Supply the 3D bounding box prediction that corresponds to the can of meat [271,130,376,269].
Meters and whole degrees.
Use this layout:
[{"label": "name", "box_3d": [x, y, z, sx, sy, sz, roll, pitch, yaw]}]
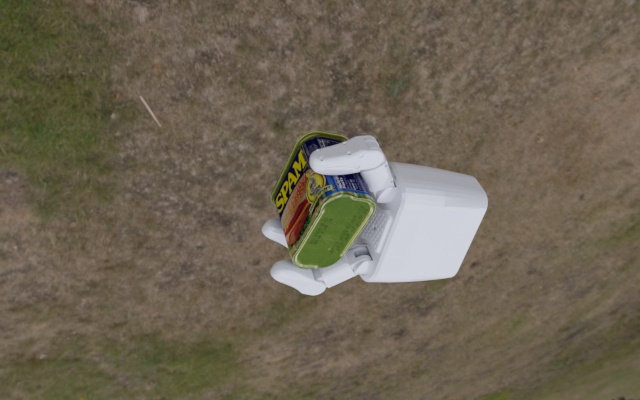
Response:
[{"label": "can of meat", "box_3d": [0.000, 0.002, 0.441, 0.057, 0.084, 0.102, 7, -48, -28]}]
